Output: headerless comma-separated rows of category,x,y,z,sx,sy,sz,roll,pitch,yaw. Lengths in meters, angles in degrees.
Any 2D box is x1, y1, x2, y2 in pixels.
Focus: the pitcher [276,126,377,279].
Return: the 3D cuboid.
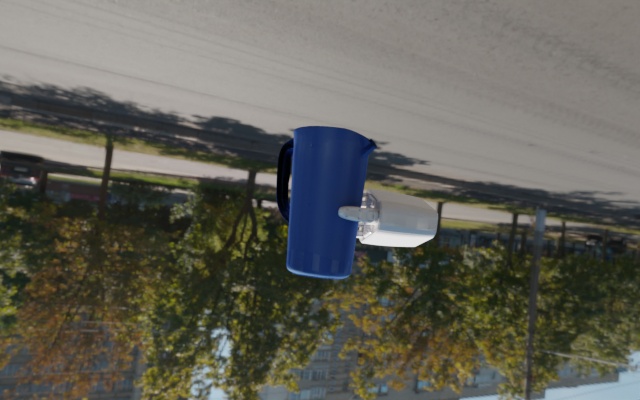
pitcher,0.000,0.003,0.804,0.145,0.243,0.149,7,-3,-12
